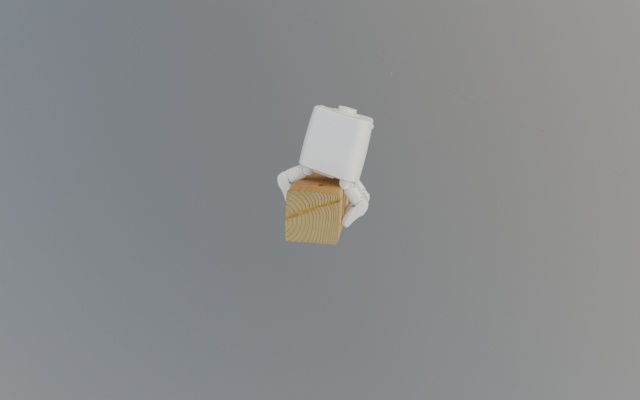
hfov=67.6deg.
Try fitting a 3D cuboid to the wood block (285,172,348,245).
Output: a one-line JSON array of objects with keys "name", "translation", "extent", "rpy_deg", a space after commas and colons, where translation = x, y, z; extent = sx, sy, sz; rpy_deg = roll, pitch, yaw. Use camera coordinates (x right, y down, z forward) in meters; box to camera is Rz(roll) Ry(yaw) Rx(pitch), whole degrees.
[{"name": "wood block", "translation": [0.000, 0.003, 0.880], "extent": [0.091, 0.090, 0.206], "rpy_deg": [5, 15, 7]}]
